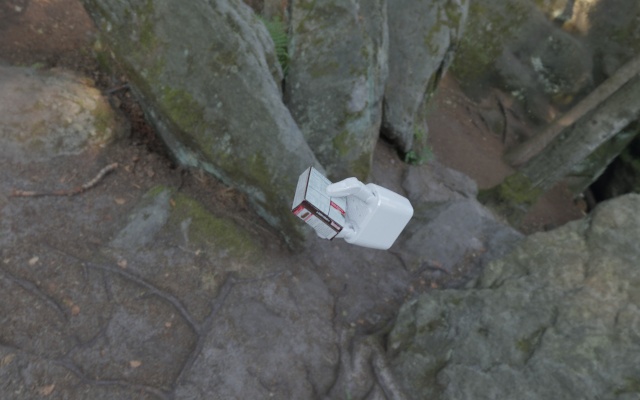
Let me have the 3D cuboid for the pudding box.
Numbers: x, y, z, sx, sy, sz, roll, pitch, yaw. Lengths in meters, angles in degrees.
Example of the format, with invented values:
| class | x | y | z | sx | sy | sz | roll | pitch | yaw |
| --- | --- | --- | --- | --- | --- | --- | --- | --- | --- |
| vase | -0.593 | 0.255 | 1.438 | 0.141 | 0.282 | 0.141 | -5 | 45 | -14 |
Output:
| class | x | y | z | sx | sy | sz | roll | pitch | yaw |
| --- | --- | --- | --- | --- | --- | --- | --- | --- | --- |
| pudding box | 0.000 | 0.003 | 0.824 | 0.090 | 0.039 | 0.113 | 37 | 28 | -17 |
